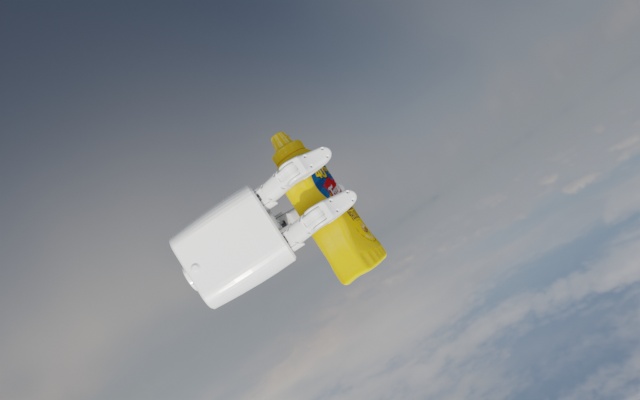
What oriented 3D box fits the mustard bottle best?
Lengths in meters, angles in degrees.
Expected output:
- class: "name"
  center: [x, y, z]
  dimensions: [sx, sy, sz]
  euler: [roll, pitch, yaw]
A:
- class: "mustard bottle"
  center: [0.001, 0.002, 0.557]
  dimensions: [0.058, 0.191, 0.096]
  euler: [-36, -8, 18]
